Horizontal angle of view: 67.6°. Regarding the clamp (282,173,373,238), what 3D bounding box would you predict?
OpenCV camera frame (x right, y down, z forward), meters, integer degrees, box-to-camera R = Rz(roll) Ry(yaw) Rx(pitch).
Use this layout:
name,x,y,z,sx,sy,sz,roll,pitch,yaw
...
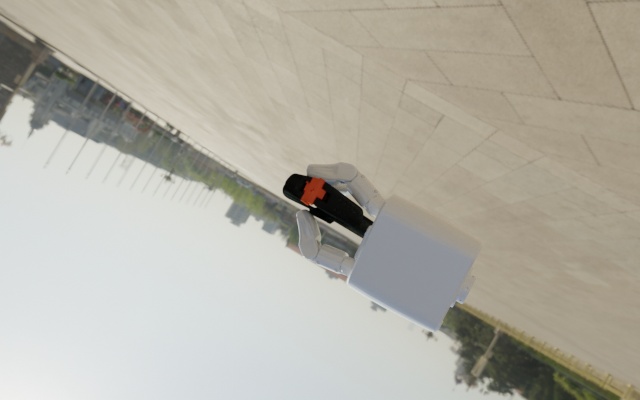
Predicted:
name,x,y,z,sx,sy,sz,roll,pitch,yaw
clamp,0.000,0.003,0.562,0.164,0.036,0.210,27,-4,19
